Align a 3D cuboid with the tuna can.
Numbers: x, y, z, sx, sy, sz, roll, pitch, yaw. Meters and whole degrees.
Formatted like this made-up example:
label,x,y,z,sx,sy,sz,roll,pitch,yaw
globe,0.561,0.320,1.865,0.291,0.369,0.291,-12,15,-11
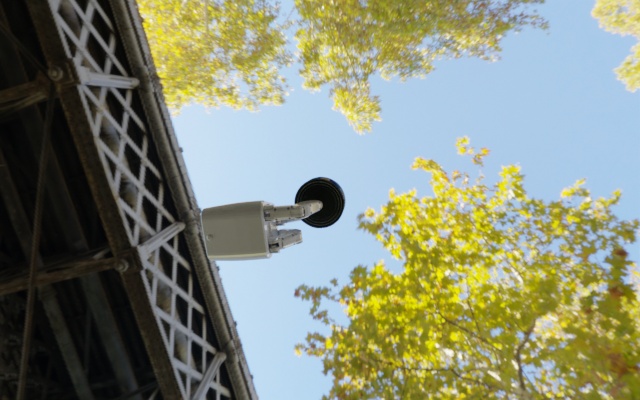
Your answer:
label,x,y,z,sx,sy,sz,roll,pitch,yaw
tuna can,0.000,0.003,0.820,0.086,0.086,0.033,0,11,9
